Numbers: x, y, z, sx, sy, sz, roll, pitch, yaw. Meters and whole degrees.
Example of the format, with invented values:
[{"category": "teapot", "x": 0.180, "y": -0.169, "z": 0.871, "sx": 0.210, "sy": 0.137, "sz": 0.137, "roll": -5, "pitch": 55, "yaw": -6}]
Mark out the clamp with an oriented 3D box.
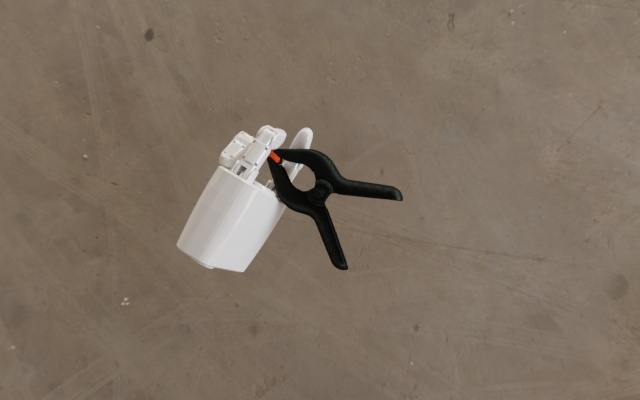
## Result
[{"category": "clamp", "x": 0.000, "y": 0.002, "z": 0.583, "sx": 0.171, "sy": 0.120, "sz": 0.039, "roll": 30, "pitch": -3, "yaw": 6}]
